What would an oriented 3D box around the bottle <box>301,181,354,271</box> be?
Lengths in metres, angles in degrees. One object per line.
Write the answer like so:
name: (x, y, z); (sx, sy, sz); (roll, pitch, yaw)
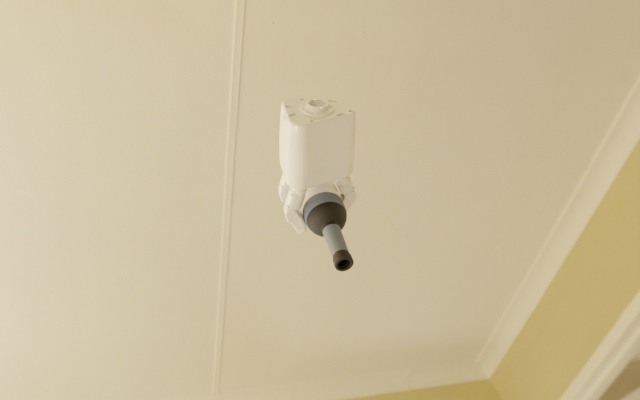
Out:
bottle: (0.000, 0.002, 0.777); (0.069, 0.069, 0.295); (0, 36, -16)
